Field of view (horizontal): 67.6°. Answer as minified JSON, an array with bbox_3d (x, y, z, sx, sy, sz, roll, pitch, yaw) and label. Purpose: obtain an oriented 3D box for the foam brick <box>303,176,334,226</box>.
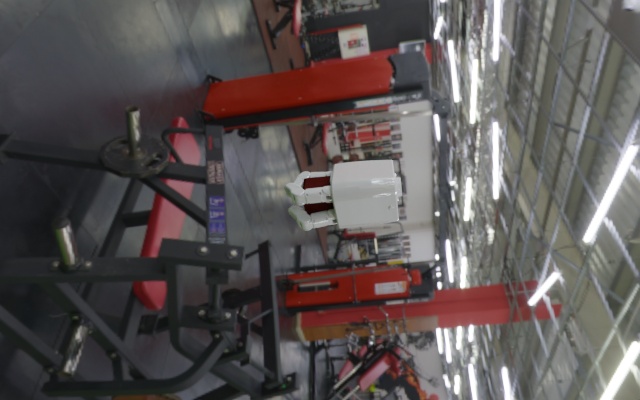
[{"bbox_3d":[0.000,0.003,0.856,0.051,0.078,0.053,-5,44,9],"label":"foam brick"}]
